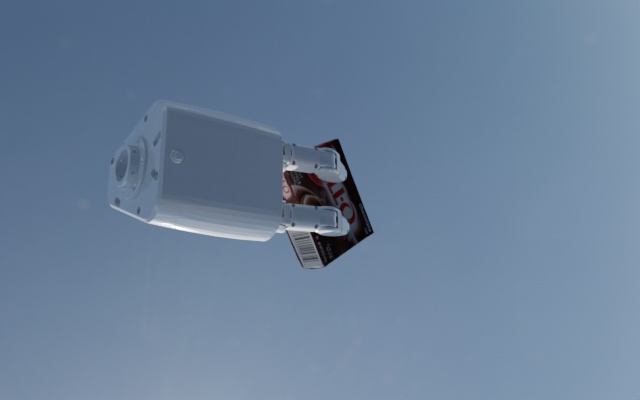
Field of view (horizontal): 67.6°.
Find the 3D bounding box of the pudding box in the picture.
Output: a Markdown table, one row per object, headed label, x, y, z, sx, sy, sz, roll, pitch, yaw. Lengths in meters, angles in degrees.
| label | x | y | z | sx | sy | sz | roll | pitch | yaw |
| --- | --- | --- | --- | --- | --- | --- | --- | --- | --- |
| pudding box | 0.000 | 0.002 | 0.491 | 0.039 | 0.113 | 0.090 | -12 | 11 | 44 |
